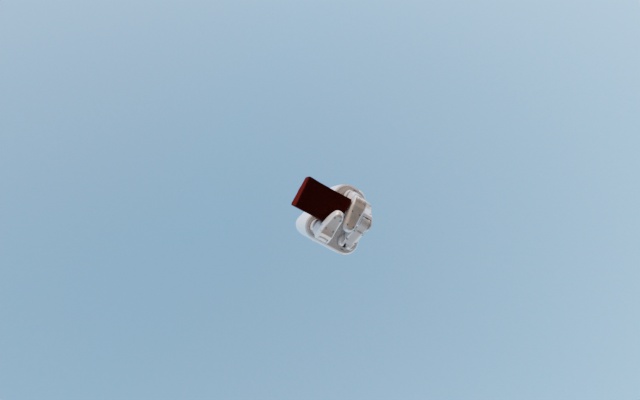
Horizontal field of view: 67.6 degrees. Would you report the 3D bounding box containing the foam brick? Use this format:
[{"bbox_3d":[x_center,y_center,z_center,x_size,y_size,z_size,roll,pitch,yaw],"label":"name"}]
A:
[{"bbox_3d":[0.000,0.002,0.760,0.078,0.053,0.051,29,-3,-11],"label":"foam brick"}]
